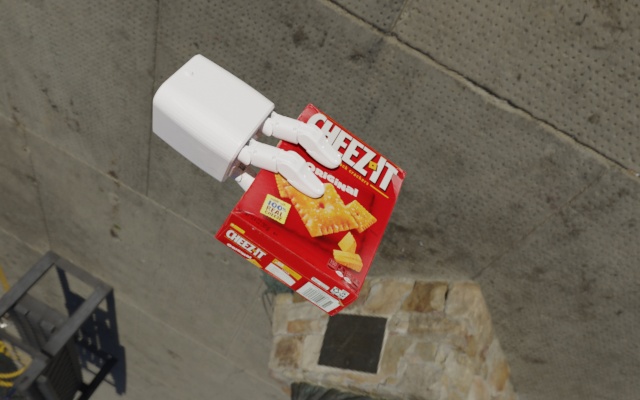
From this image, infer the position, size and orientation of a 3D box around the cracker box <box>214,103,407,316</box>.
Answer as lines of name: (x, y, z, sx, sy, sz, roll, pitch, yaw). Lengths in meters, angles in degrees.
cracker box: (0.000, 0.002, 0.579, 0.164, 0.213, 0.072, 35, -41, -7)
